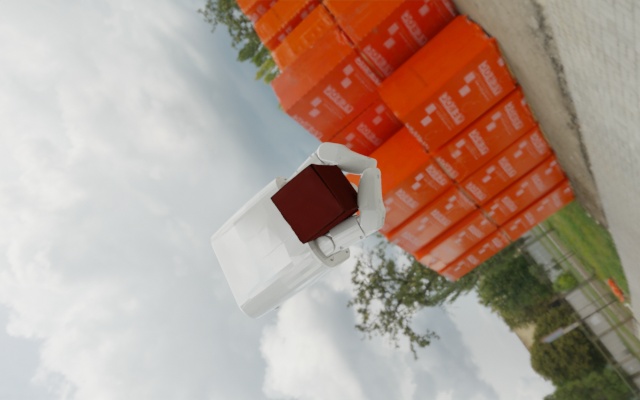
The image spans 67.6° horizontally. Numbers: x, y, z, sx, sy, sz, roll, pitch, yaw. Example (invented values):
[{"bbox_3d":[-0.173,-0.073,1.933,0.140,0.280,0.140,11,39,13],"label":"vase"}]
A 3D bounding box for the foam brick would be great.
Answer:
[{"bbox_3d":[0.000,0.001,0.444,0.051,0.053,0.078,-38,-9,17],"label":"foam brick"}]
